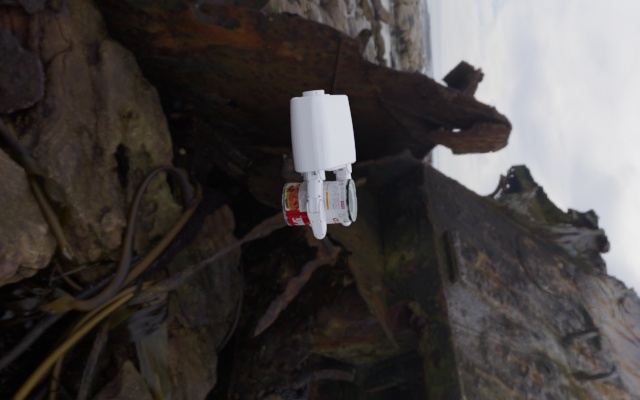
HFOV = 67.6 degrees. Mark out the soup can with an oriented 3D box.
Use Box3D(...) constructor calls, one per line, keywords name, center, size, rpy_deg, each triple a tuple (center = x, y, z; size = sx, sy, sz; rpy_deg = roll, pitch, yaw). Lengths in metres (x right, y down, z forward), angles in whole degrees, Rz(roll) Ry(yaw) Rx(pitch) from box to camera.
Box3D(name="soup can", center=(0.000, 0.003, 0.733), size=(0.102, 0.068, 0.068), rpy_deg=(-4, -1, 14))
